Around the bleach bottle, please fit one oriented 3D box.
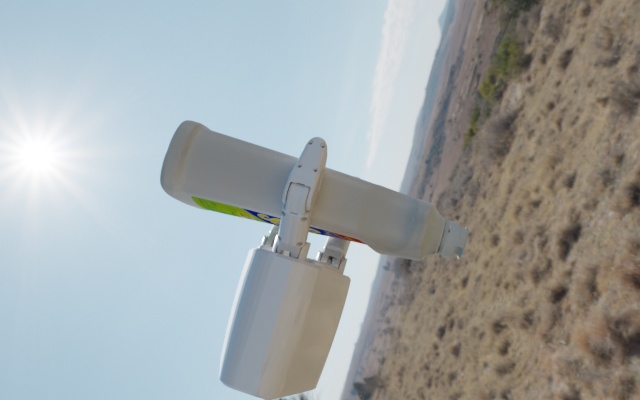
[{"bbox_3d":[0.000,0.001,0.412,0.251,0.068,0.102,15,-10,9],"label":"bleach bottle"}]
